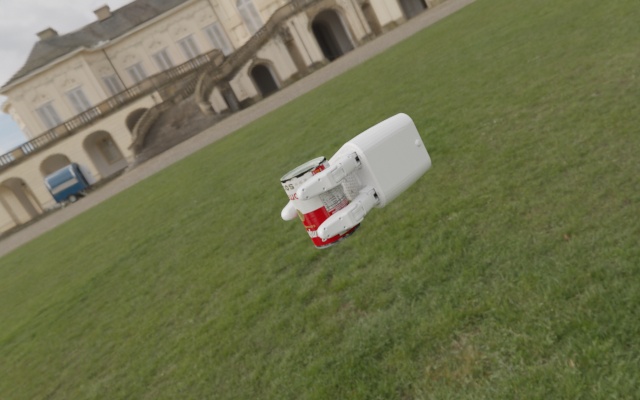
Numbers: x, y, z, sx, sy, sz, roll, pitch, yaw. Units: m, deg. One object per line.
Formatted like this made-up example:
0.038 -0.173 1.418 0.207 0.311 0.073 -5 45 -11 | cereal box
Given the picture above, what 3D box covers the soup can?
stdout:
0.000 0.002 0.626 0.068 0.102 0.068 -26 12 6 | soup can
